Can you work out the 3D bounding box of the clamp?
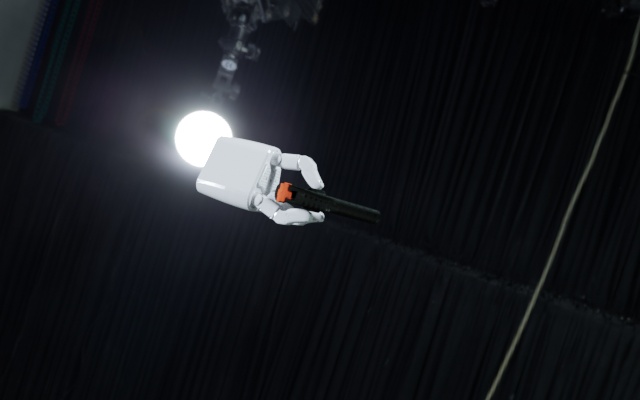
[{"bbox_3d":[0.000,0.002,0.745,0.164,0.036,0.210,15,0,19],"label":"clamp"}]
